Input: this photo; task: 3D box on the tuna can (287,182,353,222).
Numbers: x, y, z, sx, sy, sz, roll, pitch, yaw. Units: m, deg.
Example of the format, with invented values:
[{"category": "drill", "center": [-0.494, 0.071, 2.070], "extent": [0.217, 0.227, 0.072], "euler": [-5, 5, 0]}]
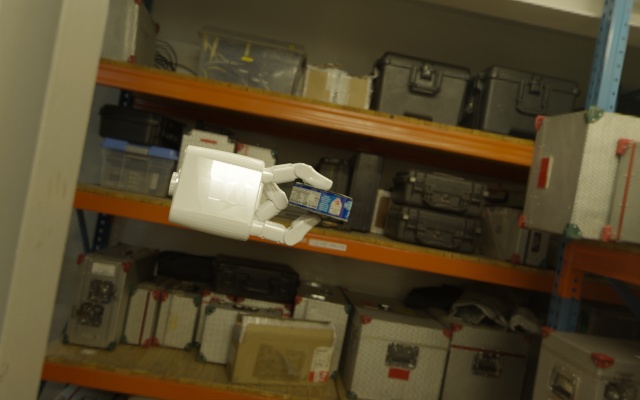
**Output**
[{"category": "tuna can", "center": [0.000, 0.002, 0.656], "extent": [0.086, 0.034, 0.086], "euler": [16, -1, 0]}]
